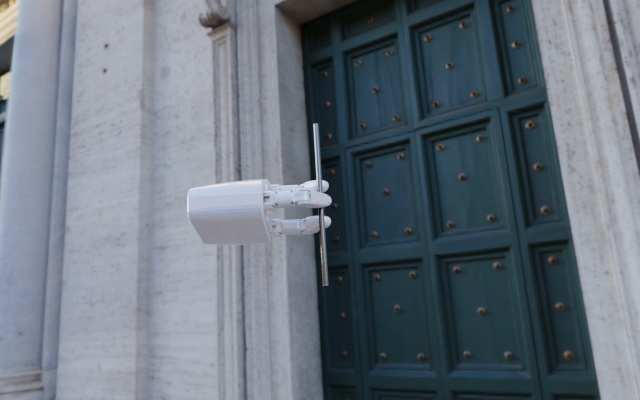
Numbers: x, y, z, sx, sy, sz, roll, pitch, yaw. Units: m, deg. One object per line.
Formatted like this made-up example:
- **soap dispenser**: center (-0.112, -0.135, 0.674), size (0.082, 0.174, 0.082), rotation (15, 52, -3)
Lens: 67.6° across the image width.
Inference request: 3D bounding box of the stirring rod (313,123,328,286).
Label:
- **stirring rod**: center (0.000, 0.002, 0.695), size (0.011, 0.239, 0.011), rotation (-3, -12, -1)
